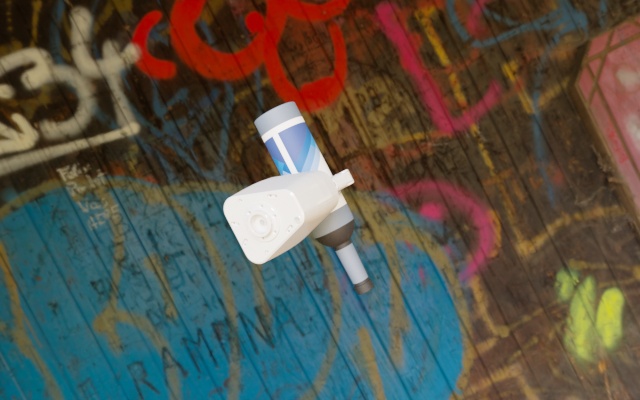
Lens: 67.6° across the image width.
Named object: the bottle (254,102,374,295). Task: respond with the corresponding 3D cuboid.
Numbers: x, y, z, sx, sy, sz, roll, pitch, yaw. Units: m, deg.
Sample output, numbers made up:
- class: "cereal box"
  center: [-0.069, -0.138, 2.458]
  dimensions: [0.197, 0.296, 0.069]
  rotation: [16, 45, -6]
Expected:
- class: "bottle"
  center: [0.000, 0.002, 0.702]
  dimensions: [0.069, 0.296, 0.069]
  rotation: [-27, 2, 1]
